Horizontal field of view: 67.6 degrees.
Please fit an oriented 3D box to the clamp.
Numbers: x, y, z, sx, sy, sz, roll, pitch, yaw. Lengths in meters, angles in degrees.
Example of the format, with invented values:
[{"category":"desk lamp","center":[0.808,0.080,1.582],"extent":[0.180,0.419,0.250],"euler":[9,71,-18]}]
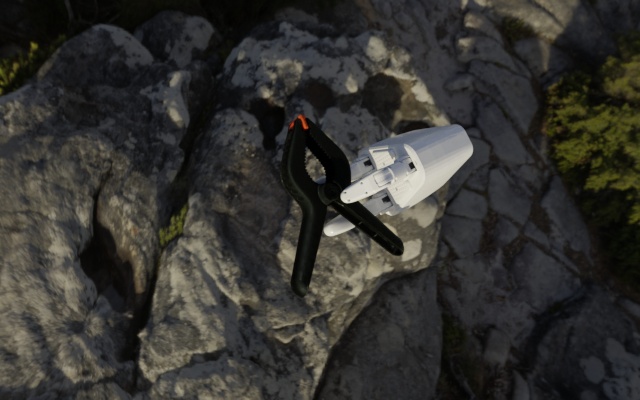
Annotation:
[{"category":"clamp","center":[0.000,0.001,0.568],"extent":[0.164,0.210,0.036],"euler":[-25,-1,-34]}]
